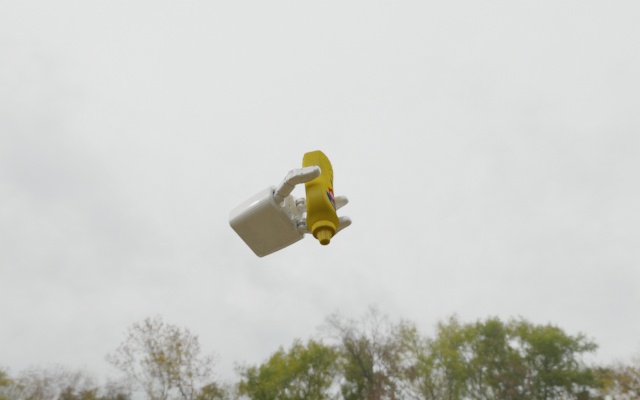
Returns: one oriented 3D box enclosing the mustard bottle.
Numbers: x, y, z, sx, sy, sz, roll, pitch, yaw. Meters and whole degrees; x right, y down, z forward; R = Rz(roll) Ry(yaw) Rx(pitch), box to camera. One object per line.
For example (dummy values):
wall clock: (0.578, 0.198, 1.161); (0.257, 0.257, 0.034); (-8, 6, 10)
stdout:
mustard bottle: (0.000, 0.003, 0.863); (0.058, 0.191, 0.096); (-11, -45, 6)
